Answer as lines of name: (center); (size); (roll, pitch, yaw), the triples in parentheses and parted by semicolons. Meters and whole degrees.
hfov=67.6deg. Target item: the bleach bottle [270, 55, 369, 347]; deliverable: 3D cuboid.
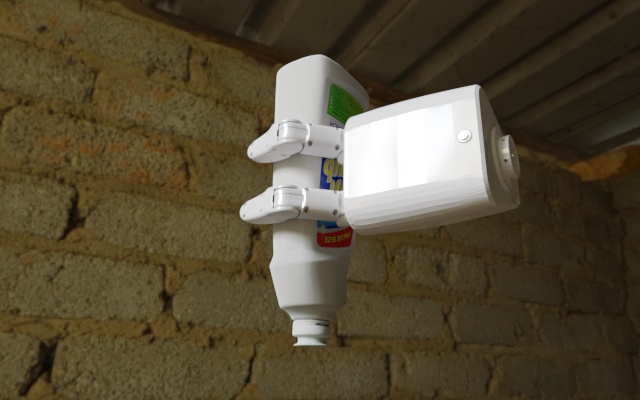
bleach bottle: (0.000, 0.001, 0.430); (0.068, 0.250, 0.102); (-12, -24, 31)
